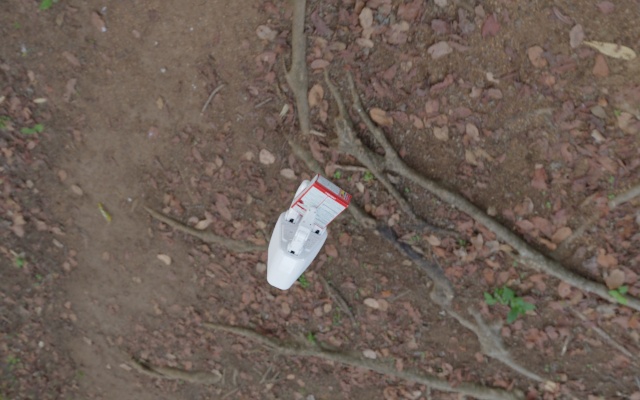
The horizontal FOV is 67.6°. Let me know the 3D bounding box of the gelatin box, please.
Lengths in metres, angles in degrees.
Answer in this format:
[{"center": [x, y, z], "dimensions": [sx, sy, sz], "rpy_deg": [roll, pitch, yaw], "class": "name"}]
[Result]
[{"center": [0.000, 0.003, 0.846], "dimensions": [0.073, 0.030, 0.089], "rpy_deg": [34, -45, -12], "class": "gelatin box"}]
